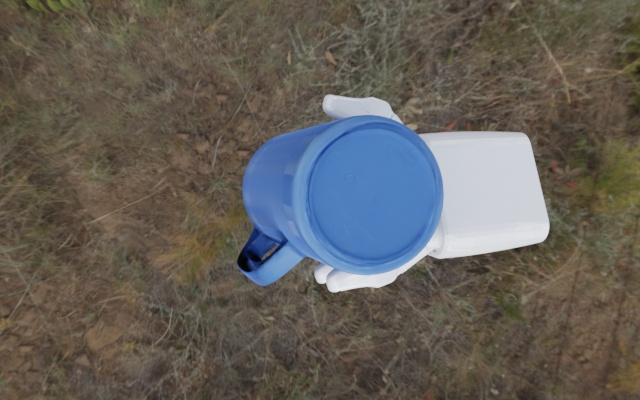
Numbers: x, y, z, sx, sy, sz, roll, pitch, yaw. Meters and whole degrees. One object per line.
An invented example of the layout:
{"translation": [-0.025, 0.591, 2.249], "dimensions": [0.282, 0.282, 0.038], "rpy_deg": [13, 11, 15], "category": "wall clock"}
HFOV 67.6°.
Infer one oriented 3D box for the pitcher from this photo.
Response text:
{"translation": [0.000, 0.001, 0.425], "dimensions": [0.145, 0.149, 0.243], "rpy_deg": [-3, 3, -13], "category": "pitcher"}
